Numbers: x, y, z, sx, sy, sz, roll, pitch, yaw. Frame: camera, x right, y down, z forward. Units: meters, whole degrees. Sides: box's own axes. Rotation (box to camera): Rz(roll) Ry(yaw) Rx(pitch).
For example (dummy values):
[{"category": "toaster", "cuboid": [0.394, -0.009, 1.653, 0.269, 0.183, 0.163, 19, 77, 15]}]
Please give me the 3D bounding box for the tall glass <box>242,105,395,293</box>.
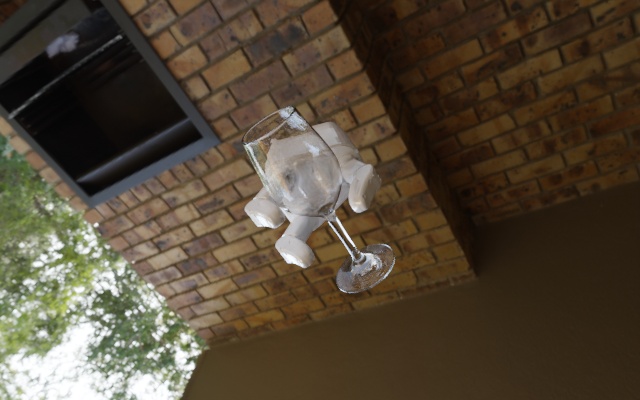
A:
[{"category": "tall glass", "cuboid": [0.001, 0.002, 0.498, 0.079, 0.201, 0.079, -27, 26, 15]}]
